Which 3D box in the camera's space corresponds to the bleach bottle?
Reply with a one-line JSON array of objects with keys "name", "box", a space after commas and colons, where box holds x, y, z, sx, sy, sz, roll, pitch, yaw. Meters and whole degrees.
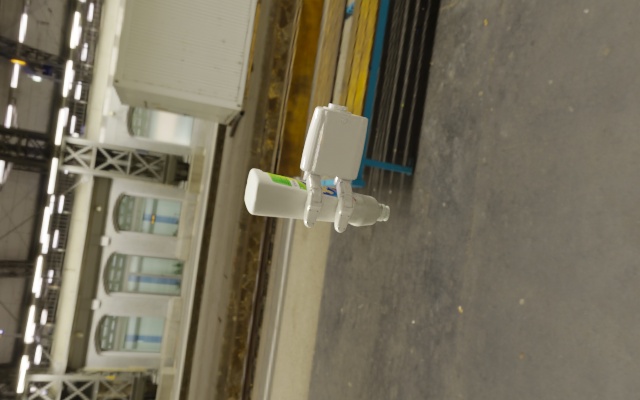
[{"name": "bleach bottle", "box": [0.000, 0.003, 0.838, 0.251, 0.068, 0.102, 9, 15, -19]}]
